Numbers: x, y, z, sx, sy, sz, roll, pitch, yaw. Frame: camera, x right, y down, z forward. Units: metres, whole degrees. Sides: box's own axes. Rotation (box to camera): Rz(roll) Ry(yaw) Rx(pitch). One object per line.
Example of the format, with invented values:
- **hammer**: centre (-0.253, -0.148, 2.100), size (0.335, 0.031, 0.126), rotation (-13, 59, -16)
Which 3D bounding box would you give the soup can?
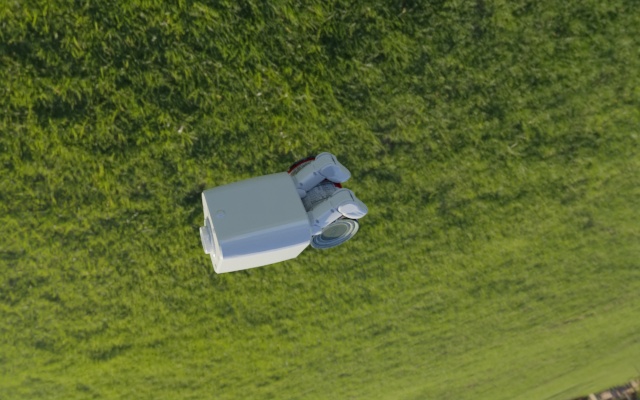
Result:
- **soup can**: centre (0.001, 0.002, 0.612), size (0.068, 0.102, 0.068), rotation (-18, -30, -11)
